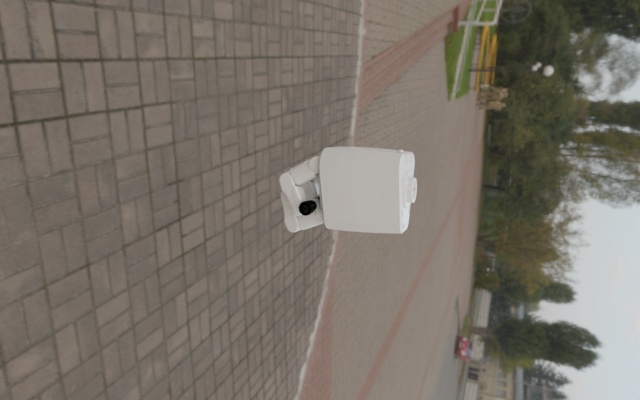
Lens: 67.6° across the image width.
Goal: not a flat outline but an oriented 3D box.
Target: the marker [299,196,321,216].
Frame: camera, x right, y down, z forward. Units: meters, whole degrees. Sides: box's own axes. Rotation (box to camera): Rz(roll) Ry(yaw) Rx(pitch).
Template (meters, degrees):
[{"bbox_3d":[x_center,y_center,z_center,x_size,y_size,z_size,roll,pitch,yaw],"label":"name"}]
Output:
[{"bbox_3d":[0.000,0.002,0.664,0.020,0.020,0.121,0,9,21],"label":"marker"}]
